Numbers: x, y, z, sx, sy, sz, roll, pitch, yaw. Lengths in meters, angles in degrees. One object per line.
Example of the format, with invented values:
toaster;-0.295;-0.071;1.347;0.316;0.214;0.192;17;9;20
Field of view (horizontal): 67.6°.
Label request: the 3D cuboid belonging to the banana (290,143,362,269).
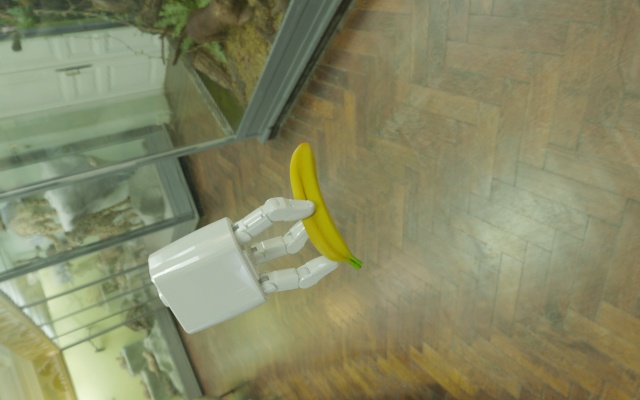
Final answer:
banana;-0.007;0.001;0.626;0.037;0.197;0.070;-29;-23;19
